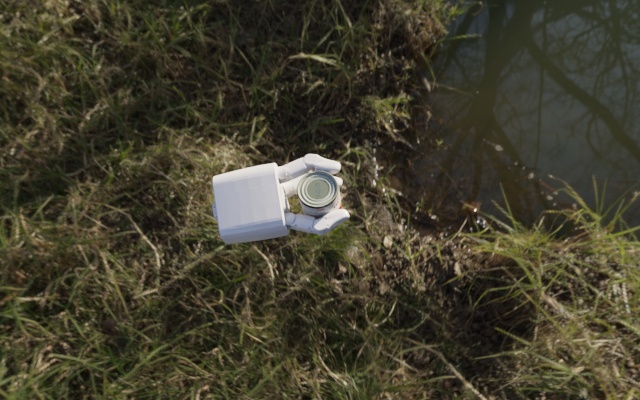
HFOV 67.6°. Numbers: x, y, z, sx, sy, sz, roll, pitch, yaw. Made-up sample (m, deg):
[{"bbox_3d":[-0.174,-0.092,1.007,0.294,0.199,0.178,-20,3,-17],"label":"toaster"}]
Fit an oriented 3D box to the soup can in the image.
[{"bbox_3d":[0.001,0.002,0.787,0.068,0.068,0.102,0,-25,6],"label":"soup can"}]
